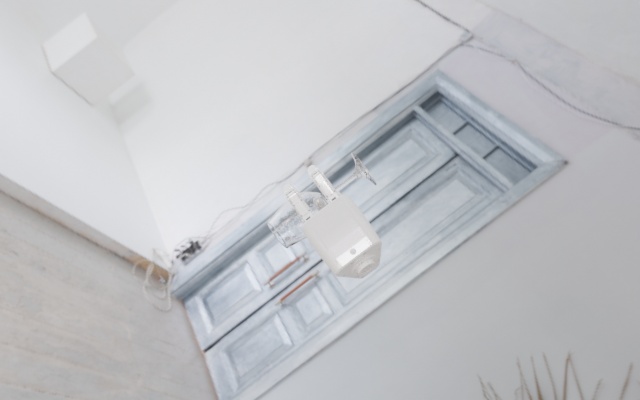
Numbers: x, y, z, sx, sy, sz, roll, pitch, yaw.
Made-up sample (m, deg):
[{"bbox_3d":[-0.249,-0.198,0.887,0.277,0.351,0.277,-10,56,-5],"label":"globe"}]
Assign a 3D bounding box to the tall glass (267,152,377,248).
[{"bbox_3d":[0.001,0.002,0.866,0.201,0.079,0.079,-37,-1,1],"label":"tall glass"}]
